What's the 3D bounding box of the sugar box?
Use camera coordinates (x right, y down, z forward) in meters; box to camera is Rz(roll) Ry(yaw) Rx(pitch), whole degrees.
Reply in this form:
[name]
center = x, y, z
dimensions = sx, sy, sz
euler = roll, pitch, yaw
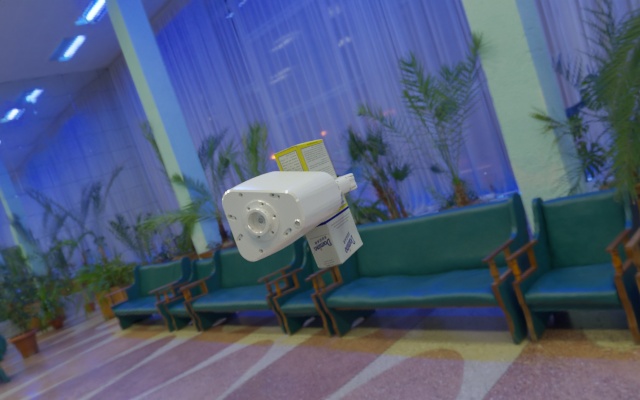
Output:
[sugar box]
center = 0.000, 0.002, 0.697
dimensions = 0.048, 0.176, 0.093
euler = -16, 6, 27
